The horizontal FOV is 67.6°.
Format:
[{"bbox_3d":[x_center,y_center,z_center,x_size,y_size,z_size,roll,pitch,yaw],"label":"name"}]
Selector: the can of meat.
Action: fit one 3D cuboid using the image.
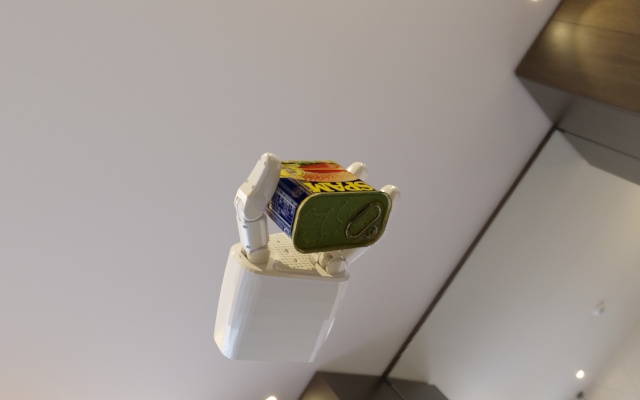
[{"bbox_3d":[0.000,0.001,0.446,0.102,0.057,0.084,-3,27,-34],"label":"can of meat"}]
